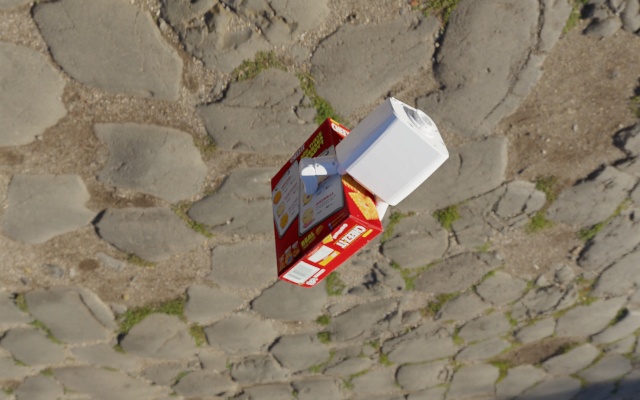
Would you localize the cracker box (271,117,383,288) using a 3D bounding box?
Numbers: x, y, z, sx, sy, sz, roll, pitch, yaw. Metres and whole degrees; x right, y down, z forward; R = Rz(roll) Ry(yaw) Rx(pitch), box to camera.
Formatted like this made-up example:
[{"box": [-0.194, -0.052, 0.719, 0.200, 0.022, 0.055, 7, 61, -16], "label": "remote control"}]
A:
[{"box": [0.000, 0.002, 0.739, 0.072, 0.213, 0.164, 26, -54, -31], "label": "cracker box"}]
